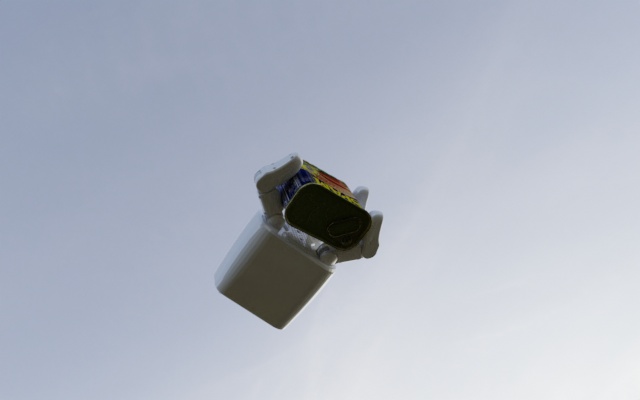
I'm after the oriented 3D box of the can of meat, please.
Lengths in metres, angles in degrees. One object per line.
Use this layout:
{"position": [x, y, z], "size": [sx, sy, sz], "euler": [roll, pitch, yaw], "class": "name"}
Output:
{"position": [0.000, 0.002, 0.563], "size": [0.102, 0.057, 0.084], "euler": [29, 16, -27], "class": "can of meat"}
